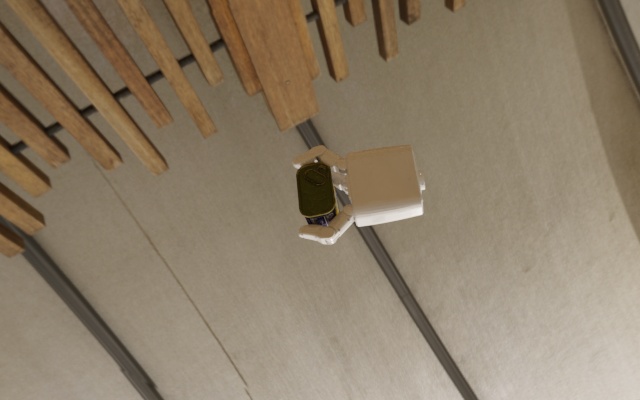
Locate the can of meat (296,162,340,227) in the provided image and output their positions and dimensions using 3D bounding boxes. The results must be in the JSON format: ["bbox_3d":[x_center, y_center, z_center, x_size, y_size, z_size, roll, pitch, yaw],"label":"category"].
[{"bbox_3d":[0.000,0.003,0.780,0.057,0.102,0.084,-12,-34,7],"label":"can of meat"}]
